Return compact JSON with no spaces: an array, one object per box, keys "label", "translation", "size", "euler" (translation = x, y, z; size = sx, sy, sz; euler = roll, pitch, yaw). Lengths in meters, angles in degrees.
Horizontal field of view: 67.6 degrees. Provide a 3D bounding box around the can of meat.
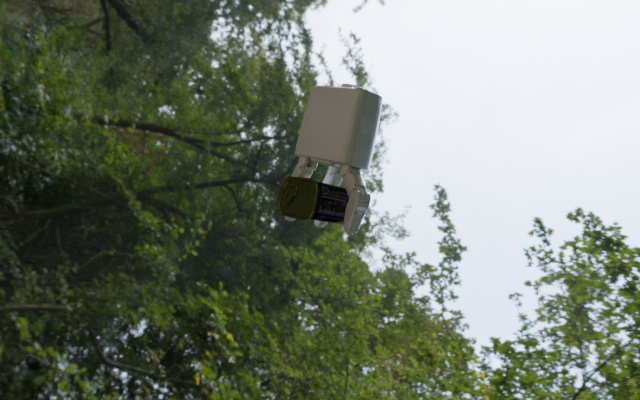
[{"label":"can of meat","translation":[0.000,0.002,0.676],"size":[0.084,0.057,0.102],"euler":[11,-1,-32]}]
